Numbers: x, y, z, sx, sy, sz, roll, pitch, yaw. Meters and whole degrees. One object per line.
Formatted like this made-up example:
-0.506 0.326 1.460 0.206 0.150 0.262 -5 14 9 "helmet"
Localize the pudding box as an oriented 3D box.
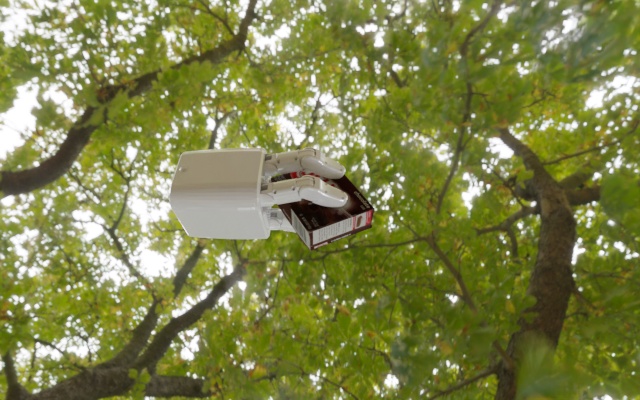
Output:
0.000 0.002 0.598 0.090 0.039 0.113 -20 48 -20 "pudding box"
